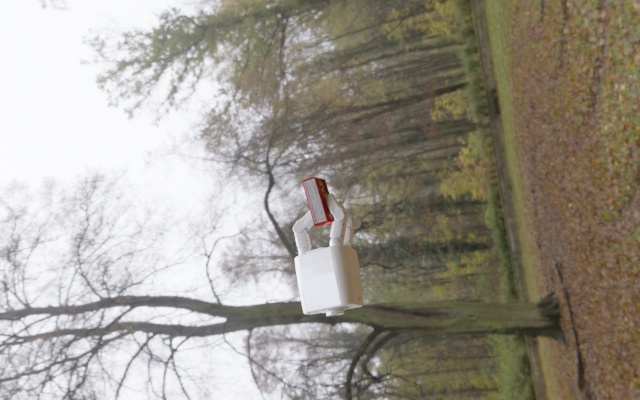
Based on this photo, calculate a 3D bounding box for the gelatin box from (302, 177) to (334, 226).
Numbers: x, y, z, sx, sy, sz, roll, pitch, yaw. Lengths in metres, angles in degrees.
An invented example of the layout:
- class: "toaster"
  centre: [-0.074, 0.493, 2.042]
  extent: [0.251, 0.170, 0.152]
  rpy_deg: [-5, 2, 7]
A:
- class: "gelatin box"
  centre: [0.000, 0.003, 0.900]
  extent: [0.030, 0.089, 0.073]
  rpy_deg: [-18, -6, 15]
